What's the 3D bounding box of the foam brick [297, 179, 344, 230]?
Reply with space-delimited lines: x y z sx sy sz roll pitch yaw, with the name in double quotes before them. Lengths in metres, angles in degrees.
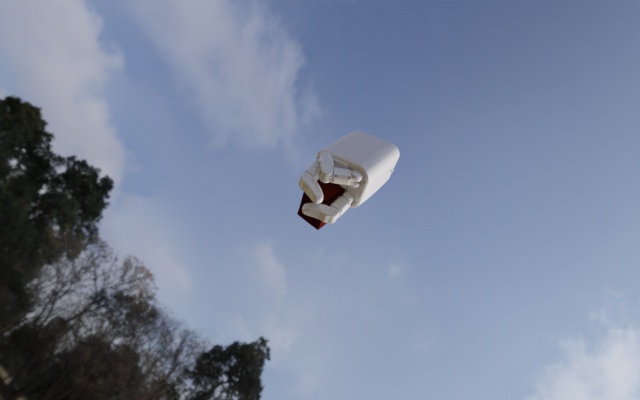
"foam brick" 0.000 0.003 0.848 0.053 0.078 0.051 39 50 18
